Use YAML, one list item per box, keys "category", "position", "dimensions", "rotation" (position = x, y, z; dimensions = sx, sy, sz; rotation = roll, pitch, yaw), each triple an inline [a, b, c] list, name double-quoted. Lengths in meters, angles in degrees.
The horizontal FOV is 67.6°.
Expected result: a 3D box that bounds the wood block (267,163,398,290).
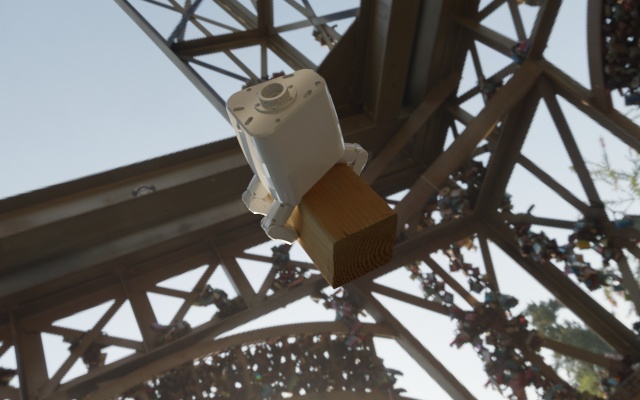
- category: "wood block"
  position: [0.000, 0.002, 0.625]
  dimensions: [0.091, 0.090, 0.206]
  rotation: [-23, 47, -21]
